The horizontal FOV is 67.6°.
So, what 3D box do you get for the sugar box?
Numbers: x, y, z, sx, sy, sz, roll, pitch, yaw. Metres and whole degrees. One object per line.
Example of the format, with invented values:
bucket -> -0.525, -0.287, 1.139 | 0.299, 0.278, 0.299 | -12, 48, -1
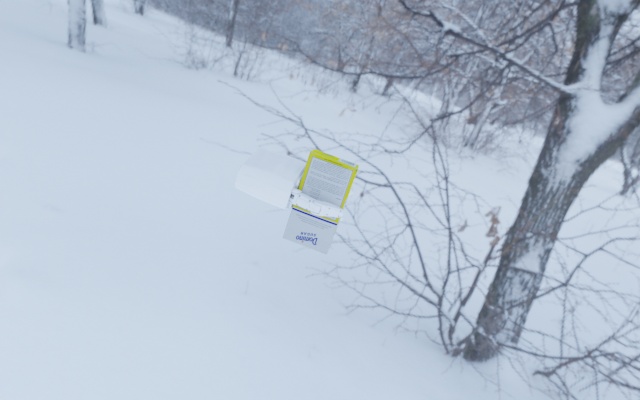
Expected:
sugar box -> 0.000, 0.003, 0.896 | 0.093, 0.176, 0.048 | 21, 18, 6
